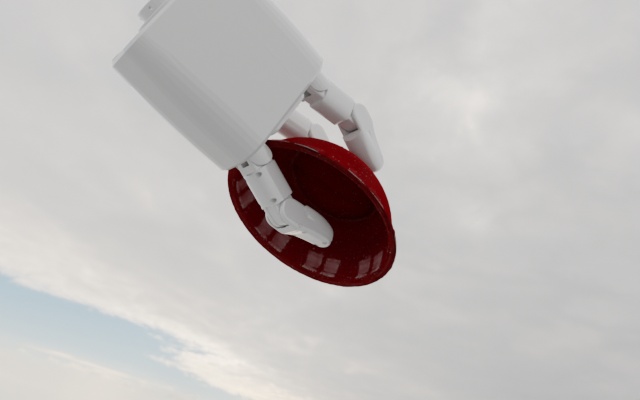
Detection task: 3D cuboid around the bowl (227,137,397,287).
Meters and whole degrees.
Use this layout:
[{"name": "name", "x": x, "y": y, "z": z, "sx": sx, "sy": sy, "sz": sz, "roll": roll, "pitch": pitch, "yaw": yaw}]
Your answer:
[{"name": "bowl", "x": 0.001, "y": 0.002, "z": 0.420, "sx": 0.162, "sy": 0.162, "sz": 0.055, "roll": 0, "pitch": 38, "yaw": 37}]
